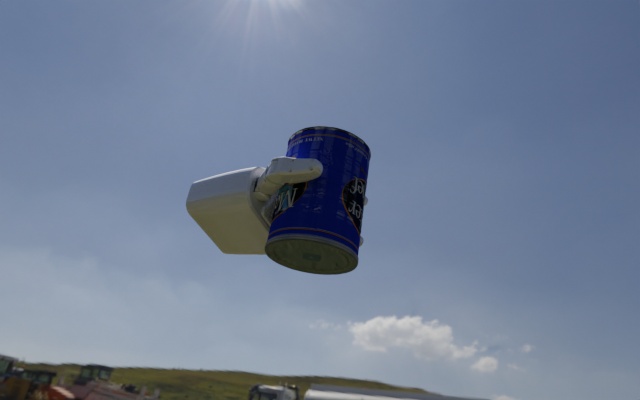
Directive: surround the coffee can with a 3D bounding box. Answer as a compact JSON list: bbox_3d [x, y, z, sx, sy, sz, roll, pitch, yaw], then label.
[{"bbox_3d":[0.000,0.002,0.547,0.103,0.140,0.103,8,-27,4],"label":"coffee can"}]
